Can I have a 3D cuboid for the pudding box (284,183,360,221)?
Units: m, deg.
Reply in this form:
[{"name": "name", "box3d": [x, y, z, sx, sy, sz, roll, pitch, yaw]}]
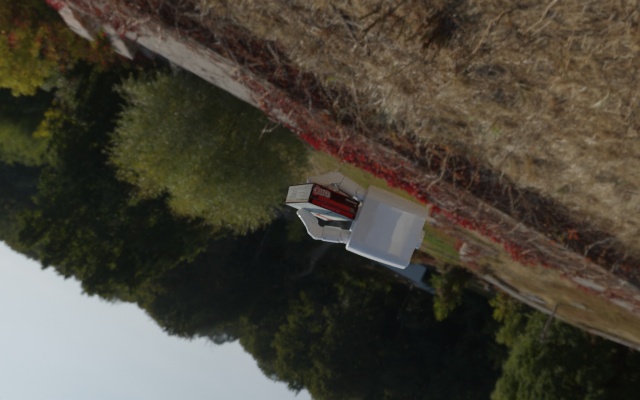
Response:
[{"name": "pudding box", "box3d": [0.000, 0.003, 0.808, 0.090, 0.039, 0.113, 23, -12, -23]}]
